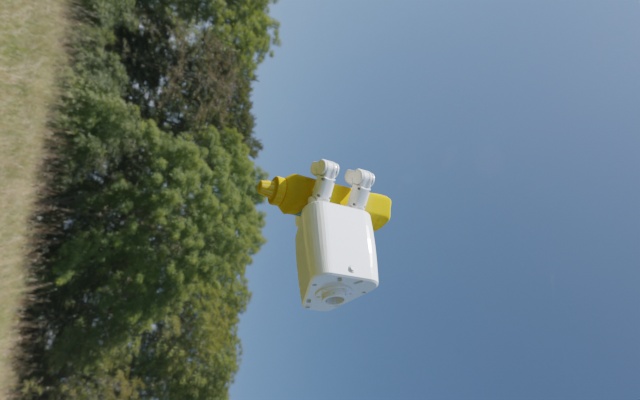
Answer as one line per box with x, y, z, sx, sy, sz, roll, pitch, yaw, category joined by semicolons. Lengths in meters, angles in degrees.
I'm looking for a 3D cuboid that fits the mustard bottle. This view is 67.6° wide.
0.000;0.002;0.696;0.191;0.058;0.096;13;-15;-24;mustard bottle
